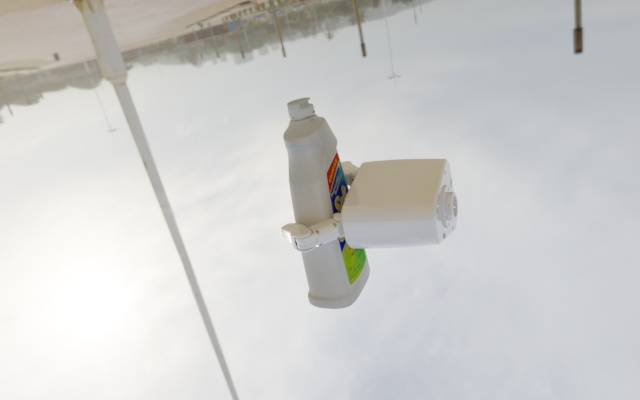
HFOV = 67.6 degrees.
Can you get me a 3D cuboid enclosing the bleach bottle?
[{"bbox_3d":[0.000,0.002,0.589,0.068,0.251,0.102,-3,24,27],"label":"bleach bottle"}]
